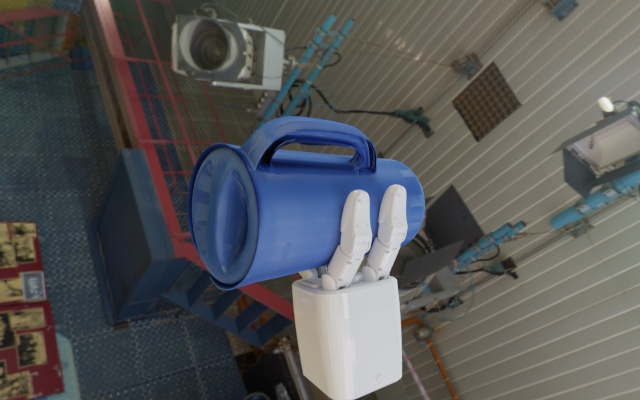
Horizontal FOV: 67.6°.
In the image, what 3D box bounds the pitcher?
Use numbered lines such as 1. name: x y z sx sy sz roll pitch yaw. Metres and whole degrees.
1. pitcher: 0.000 0.002 0.498 0.243 0.145 0.149 -4 -2 -40
